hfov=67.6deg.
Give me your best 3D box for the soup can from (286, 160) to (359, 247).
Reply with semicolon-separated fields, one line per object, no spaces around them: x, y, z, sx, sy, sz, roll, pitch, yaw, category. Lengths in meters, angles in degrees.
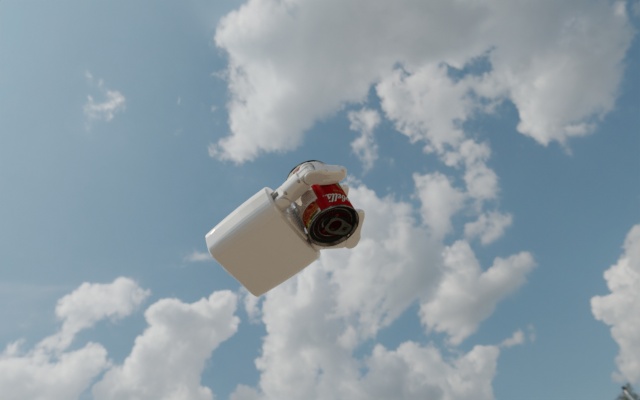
0.000;0.002;0.628;0.068;0.068;0.102;0;38;-25;soup can
